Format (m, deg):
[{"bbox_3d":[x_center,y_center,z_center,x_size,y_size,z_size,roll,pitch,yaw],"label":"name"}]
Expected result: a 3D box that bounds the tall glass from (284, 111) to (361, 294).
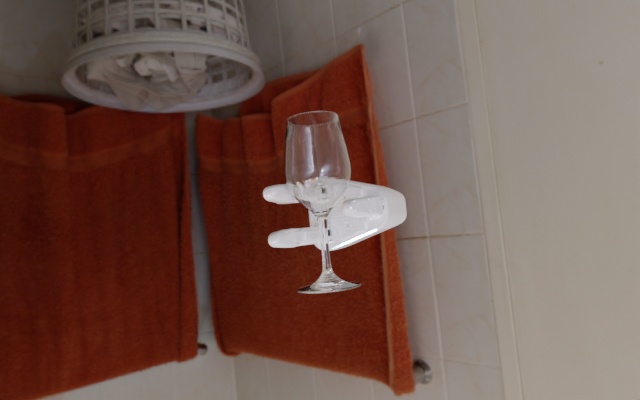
[{"bbox_3d":[0.000,0.002,0.555,0.079,0.201,0.079,-6,-3,0],"label":"tall glass"}]
